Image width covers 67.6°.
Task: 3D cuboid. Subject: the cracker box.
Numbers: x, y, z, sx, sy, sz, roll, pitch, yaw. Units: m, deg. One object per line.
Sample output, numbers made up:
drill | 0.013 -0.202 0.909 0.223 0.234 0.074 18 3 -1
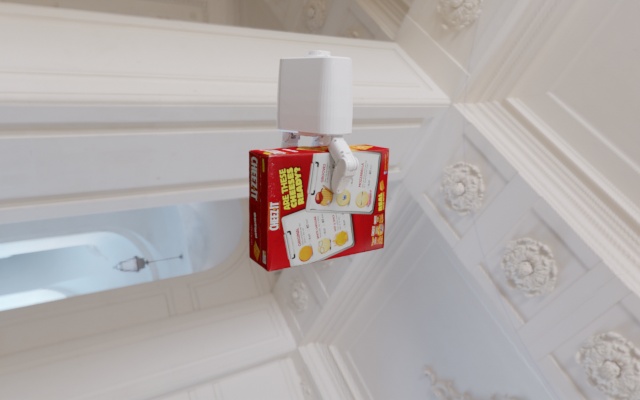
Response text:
cracker box | 0.000 0.002 0.717 0.213 0.164 0.072 -7 15 -33
